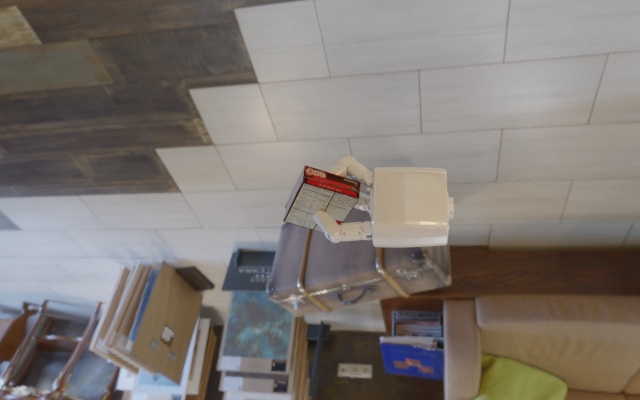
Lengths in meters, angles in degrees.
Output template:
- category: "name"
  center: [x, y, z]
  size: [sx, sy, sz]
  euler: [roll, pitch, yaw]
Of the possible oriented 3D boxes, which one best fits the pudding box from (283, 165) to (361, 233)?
- category: "pudding box"
  center: [0.000, 0.003, 0.737]
  size: [0.090, 0.039, 0.114]
  euler: [17, -40, -11]
